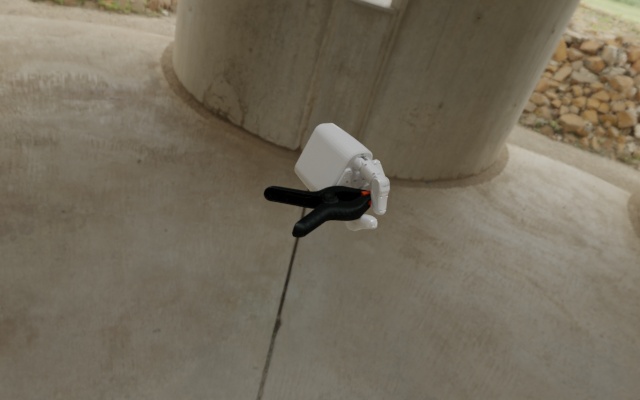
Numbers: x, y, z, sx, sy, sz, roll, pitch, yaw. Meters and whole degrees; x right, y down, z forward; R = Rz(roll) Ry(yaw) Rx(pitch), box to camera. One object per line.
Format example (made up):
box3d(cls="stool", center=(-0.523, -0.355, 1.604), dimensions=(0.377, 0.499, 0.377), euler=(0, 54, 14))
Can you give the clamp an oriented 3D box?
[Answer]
box3d(cls="clamp", center=(0.000, 0.002, 0.739), dimensions=(0.171, 0.039, 0.120), euler=(-11, 42, -36))
